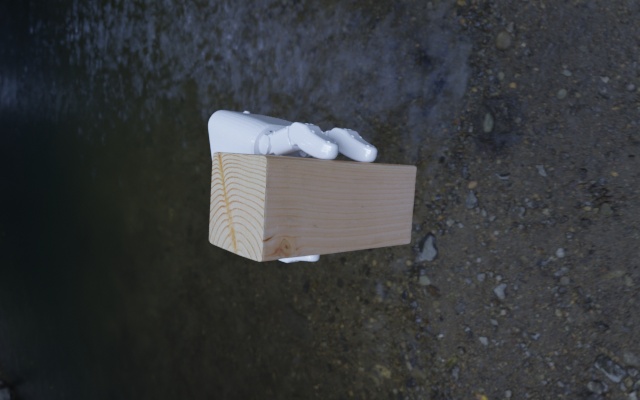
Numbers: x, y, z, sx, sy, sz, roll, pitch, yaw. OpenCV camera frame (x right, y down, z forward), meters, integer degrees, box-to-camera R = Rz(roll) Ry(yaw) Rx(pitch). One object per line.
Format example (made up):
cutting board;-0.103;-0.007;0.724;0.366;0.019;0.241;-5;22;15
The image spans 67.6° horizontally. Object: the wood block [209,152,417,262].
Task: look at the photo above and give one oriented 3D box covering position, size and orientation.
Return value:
wood block;0.000;0.002;0.495;0.206;0.091;0.090;-1;8;-43
